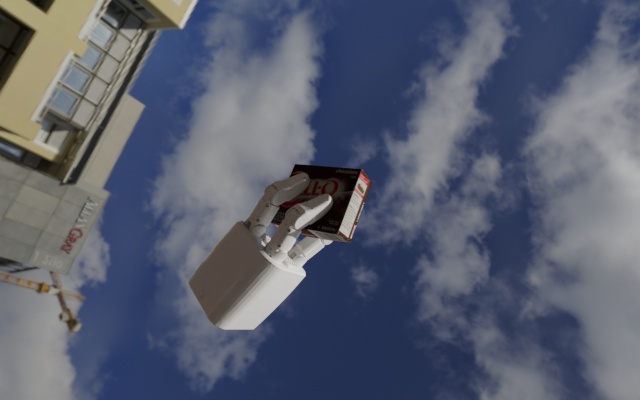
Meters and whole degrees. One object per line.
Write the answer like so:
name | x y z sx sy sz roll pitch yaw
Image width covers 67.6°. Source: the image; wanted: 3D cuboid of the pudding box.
pudding box | 0.000 0.002 0.614 0.113 0.090 0.039 8 -21 36
